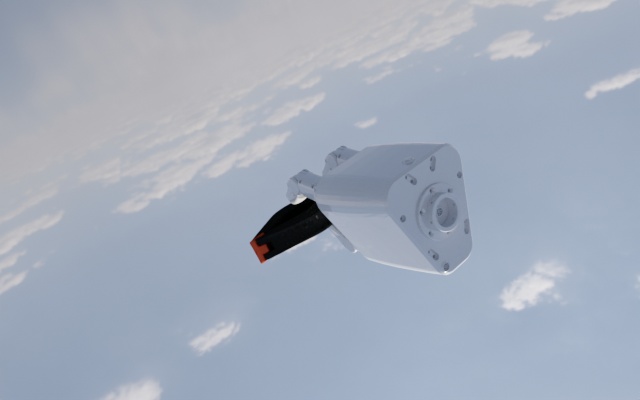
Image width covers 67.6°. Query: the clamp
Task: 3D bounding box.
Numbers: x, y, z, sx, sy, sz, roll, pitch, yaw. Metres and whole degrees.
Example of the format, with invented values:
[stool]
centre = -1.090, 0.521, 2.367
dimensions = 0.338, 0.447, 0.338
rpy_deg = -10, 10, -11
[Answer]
[clamp]
centre = 0.000, 0.003, 0.566
dimensions = 0.210, 0.036, 0.164
rpy_deg = -34, 17, -24
